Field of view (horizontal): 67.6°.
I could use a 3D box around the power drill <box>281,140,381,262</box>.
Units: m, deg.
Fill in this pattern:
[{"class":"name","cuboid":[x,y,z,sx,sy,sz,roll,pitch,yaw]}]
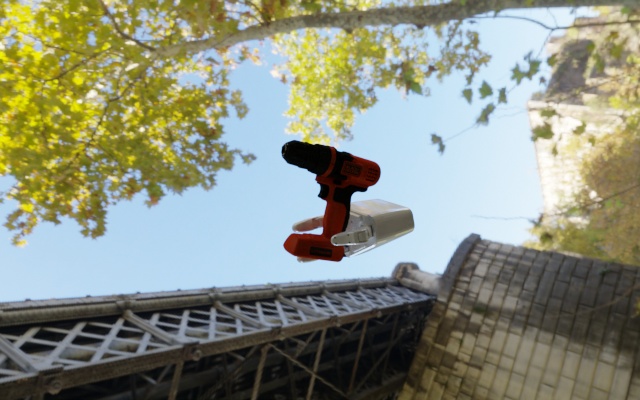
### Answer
[{"class":"power drill","cuboid":[0.000,0.003,0.792,0.184,0.188,0.057,13,11,-28]}]
